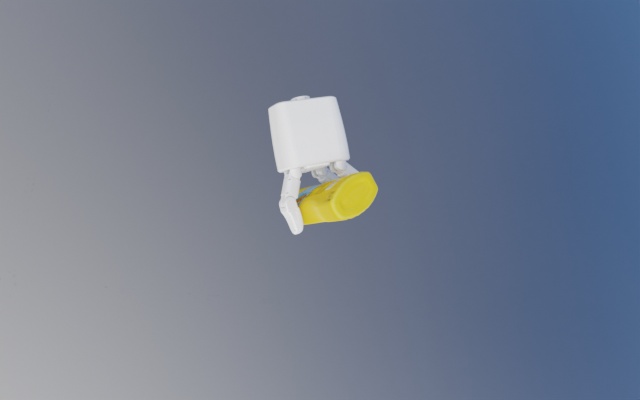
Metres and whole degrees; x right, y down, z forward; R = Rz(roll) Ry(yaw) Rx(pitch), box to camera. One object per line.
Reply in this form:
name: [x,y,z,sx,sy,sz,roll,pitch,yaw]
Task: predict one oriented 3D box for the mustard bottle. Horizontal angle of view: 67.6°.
mustard bottle: [0.000,0.003,0.781,0.096,0.058,0.191,-39,15,-31]
